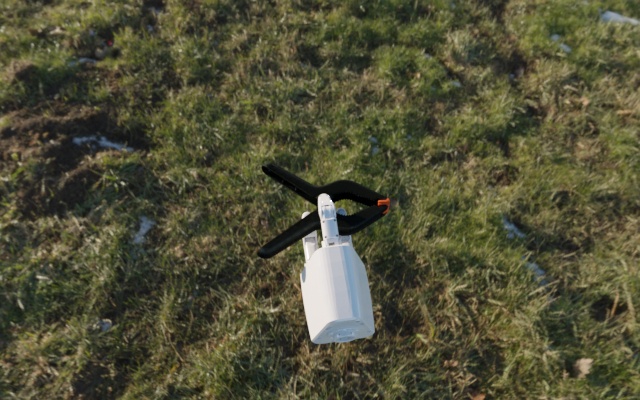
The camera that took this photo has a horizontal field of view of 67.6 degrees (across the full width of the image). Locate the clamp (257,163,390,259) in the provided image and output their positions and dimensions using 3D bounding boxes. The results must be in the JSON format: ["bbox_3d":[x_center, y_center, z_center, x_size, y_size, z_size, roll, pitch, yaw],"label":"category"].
[{"bbox_3d":[0.001,0.002,0.746,0.210,0.164,0.036,-7,-28,-3],"label":"clamp"}]
